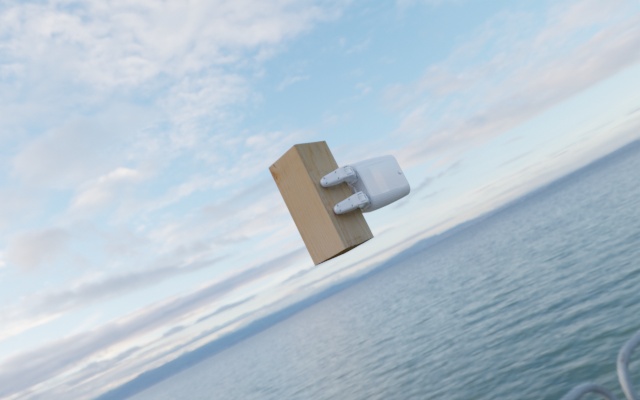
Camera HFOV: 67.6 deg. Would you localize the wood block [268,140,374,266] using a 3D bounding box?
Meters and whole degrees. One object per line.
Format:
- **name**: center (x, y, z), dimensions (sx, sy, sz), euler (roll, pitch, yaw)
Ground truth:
- **wood block**: center (0.000, 0.003, 0.889), dimensions (0.090, 0.206, 0.091), euler (-15, -15, -47)
